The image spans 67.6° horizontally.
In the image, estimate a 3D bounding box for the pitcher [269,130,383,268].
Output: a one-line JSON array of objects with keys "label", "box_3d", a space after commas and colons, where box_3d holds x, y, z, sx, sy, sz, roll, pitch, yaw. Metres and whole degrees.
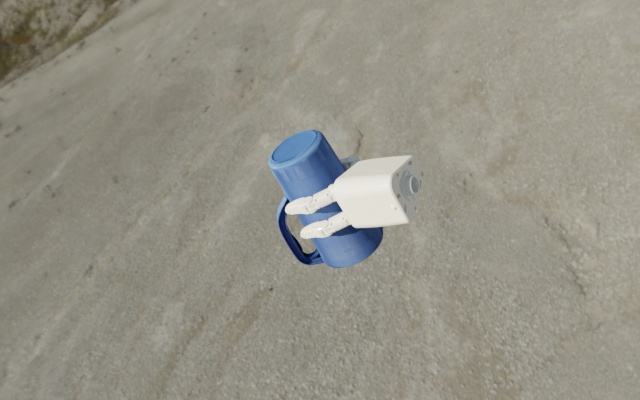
[{"label": "pitcher", "box_3d": [0.000, 0.003, 0.870, 0.145, 0.243, 0.149, -4, 39, 40]}]
